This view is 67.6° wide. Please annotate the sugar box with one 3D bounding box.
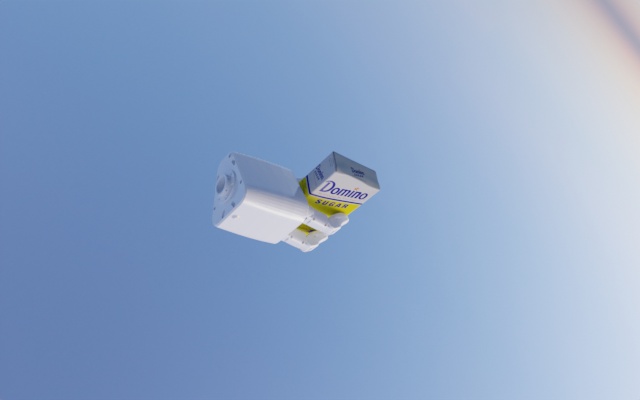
[{"bbox_3d":[0.000,0.003,0.759,0.093,0.048,0.176,21,-44,-35],"label":"sugar box"}]
